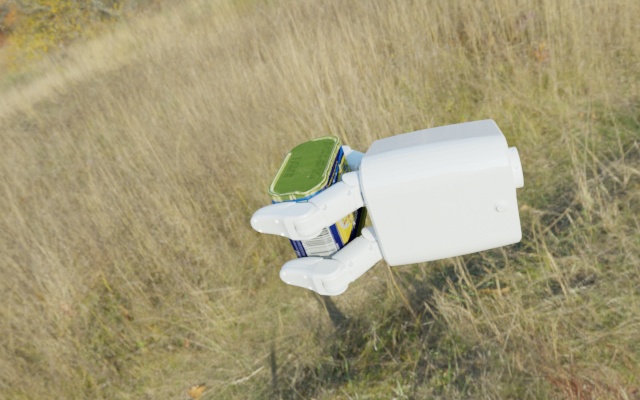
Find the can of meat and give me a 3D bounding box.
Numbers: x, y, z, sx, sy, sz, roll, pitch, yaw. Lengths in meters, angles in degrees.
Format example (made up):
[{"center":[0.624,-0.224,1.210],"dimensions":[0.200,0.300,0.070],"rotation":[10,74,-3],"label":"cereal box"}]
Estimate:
[{"center":[0.000,0.001,0.429],"dimensions":[0.057,0.084,0.102],"rotation":[-9,32,20],"label":"can of meat"}]
